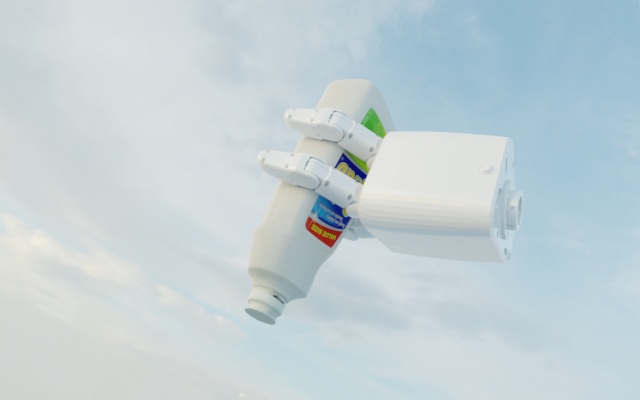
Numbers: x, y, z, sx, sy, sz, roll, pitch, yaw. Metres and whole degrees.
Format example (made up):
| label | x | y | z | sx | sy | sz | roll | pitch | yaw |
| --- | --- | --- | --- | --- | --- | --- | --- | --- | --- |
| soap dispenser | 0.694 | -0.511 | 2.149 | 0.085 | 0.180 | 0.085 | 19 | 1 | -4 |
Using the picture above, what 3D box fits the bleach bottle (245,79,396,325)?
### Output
| label | x | y | z | sx | sy | sz | roll | pitch | yaw |
| --- | --- | --- | --- | --- | --- | --- | --- | --- | --- |
| bleach bottle | 0.000 | 0.001 | 0.456 | 0.068 | 0.250 | 0.103 | 5 | -35 | 31 |
